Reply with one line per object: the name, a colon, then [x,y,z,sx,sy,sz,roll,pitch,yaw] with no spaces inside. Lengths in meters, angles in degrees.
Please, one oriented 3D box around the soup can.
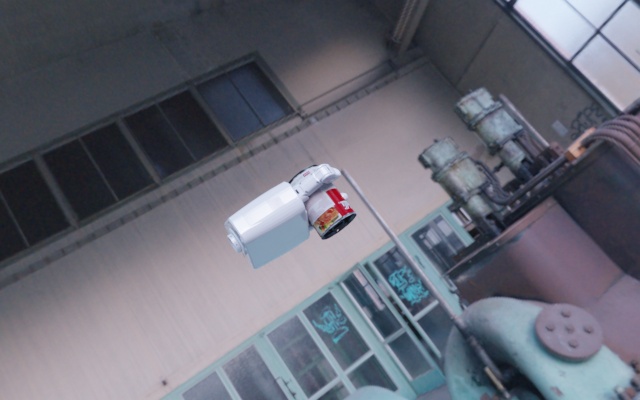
soup can: [0.000,0.002,0.759,0.068,0.102,0.068,-34,-15,-11]
